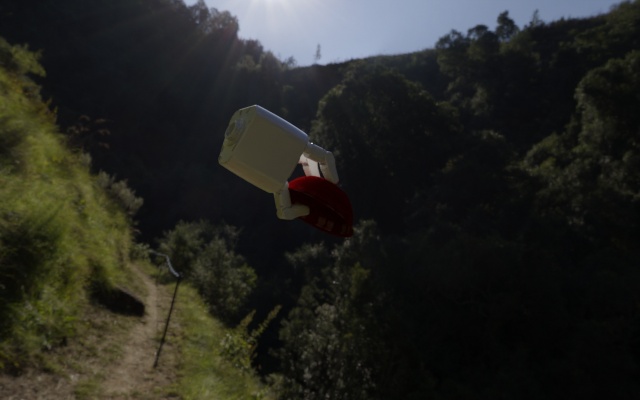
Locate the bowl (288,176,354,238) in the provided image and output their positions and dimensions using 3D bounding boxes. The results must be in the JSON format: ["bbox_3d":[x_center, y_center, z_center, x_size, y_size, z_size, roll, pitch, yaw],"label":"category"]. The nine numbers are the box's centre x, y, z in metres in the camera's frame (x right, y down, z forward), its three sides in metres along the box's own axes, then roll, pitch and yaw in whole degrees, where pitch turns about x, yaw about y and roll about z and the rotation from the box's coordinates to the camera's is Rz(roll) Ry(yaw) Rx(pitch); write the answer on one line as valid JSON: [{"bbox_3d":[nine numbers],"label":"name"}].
[{"bbox_3d":[0.001,0.003,0.873,0.162,0.055,0.162,27,-19,10],"label":"bowl"}]
